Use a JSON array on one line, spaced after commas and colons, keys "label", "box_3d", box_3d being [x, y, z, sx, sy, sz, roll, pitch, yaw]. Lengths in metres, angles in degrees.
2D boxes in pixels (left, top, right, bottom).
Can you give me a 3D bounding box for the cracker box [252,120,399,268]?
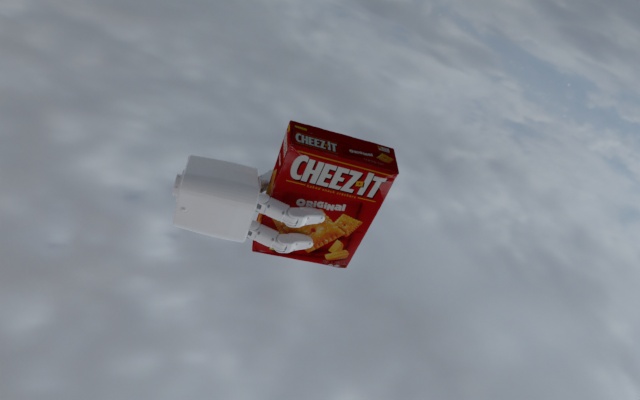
[{"label": "cracker box", "box_3d": [0.000, 0.002, 0.730, 0.164, 0.214, 0.072, 13, 39, -14]}]
